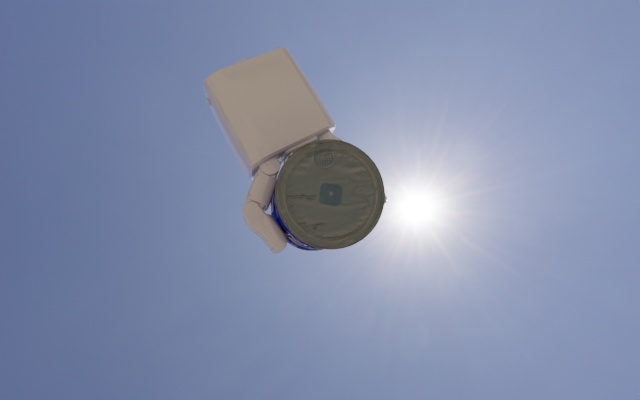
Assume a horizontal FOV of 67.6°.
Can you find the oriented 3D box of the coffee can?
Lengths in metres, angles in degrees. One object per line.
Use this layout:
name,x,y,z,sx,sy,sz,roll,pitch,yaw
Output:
coffee can,0.000,0.002,0.507,0.103,0.103,0.140,0,-7,-8
